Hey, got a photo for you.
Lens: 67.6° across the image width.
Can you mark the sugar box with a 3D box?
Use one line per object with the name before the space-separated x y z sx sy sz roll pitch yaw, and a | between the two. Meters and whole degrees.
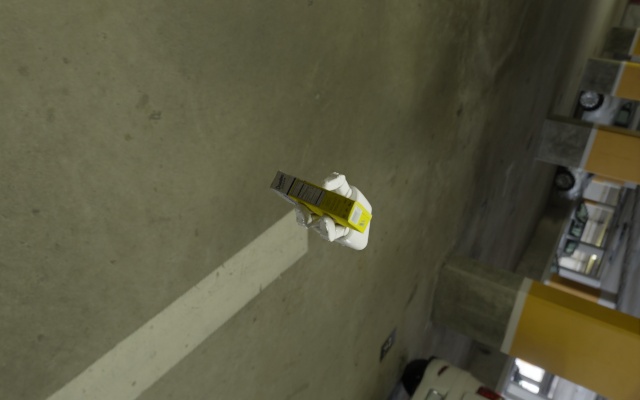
sugar box | 0.000 0.004 0.894 0.176 0.048 0.093 20 -10 28
